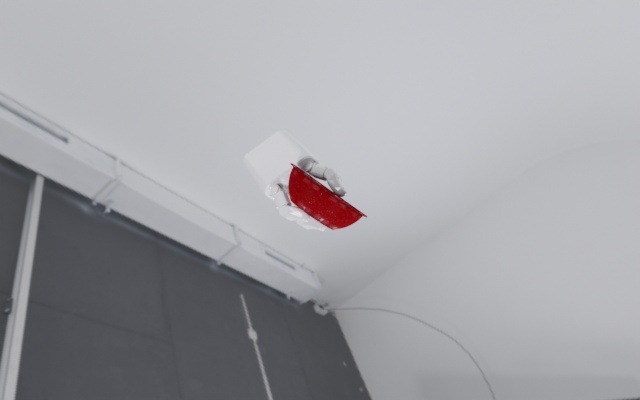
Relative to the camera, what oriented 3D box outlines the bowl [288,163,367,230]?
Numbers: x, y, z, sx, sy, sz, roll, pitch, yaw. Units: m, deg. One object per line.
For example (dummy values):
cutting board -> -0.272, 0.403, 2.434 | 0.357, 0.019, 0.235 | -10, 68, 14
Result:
bowl -> 0.001, 0.004, 0.824 | 0.162, 0.055, 0.162 | 35, 2, -1
